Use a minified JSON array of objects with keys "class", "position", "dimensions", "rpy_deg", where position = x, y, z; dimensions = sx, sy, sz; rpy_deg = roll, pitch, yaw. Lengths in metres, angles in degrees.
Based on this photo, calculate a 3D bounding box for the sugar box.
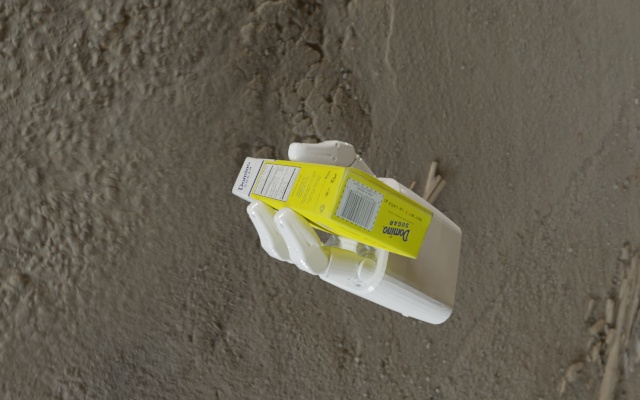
[{"class":"sugar box","position":[0.000,0.002,0.417],"dimensions":[0.093,0.048,0.176],"rpy_deg":[26,-10,-31]}]
